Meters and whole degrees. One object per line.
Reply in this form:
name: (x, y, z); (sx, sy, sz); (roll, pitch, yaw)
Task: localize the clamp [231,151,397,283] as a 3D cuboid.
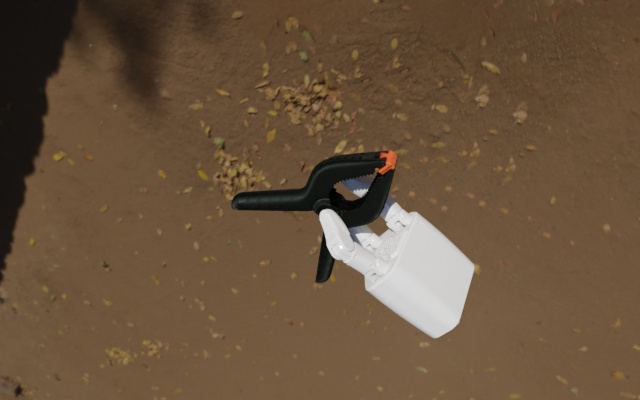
clamp: (0.000, 0.002, 0.568); (0.210, 0.164, 0.036); (-44, 15, 34)
